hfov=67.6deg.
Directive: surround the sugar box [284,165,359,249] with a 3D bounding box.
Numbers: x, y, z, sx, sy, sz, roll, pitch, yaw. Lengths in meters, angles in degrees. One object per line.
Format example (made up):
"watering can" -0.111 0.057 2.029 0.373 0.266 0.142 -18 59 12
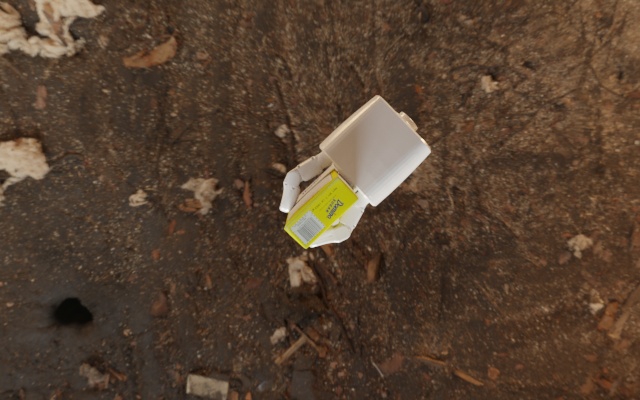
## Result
"sugar box" 0.001 0.002 0.661 0.093 0.048 0.176 -43 5 6
